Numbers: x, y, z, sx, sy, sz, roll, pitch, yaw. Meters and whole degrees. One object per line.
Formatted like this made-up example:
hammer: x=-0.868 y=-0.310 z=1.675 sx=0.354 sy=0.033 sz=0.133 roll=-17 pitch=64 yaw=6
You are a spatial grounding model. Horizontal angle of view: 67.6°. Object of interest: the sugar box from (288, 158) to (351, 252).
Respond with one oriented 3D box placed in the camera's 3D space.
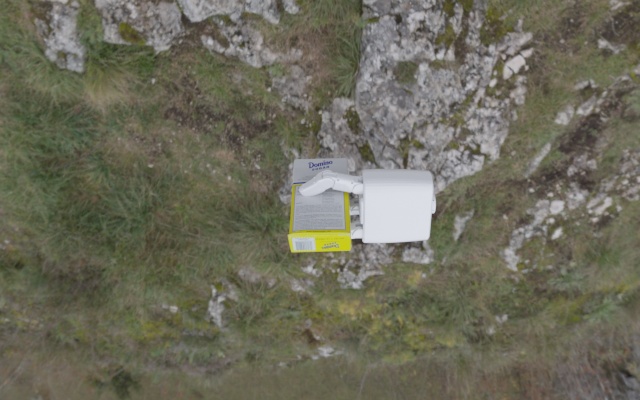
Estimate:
sugar box: x=0.000 y=0.003 z=0.765 sx=0.093 sy=0.048 sz=0.176 roll=-1 pitch=41 yaw=3
